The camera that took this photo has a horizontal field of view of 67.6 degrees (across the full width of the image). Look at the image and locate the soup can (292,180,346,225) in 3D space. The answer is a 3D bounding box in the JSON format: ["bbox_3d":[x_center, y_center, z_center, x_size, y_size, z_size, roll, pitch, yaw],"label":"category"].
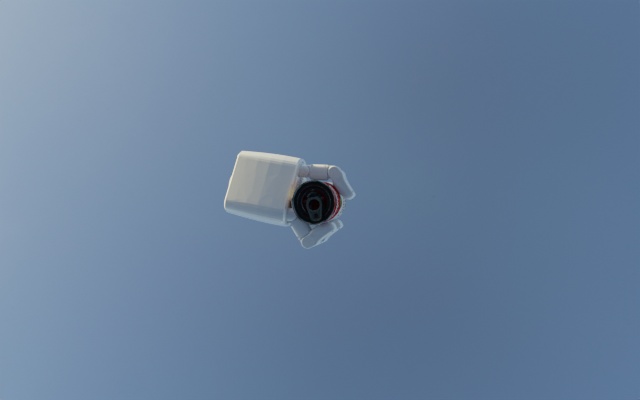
[{"bbox_3d":[0.001,0.002,0.767,0.068,0.068,0.102,0,1,13],"label":"soup can"}]
